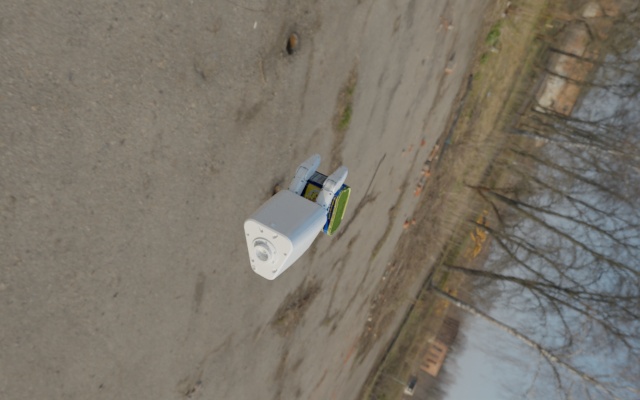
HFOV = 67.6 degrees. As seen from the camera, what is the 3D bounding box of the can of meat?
[{"bbox_3d":[0.000,0.003,0.864,0.084,0.102,0.057,26,33,18],"label":"can of meat"}]
